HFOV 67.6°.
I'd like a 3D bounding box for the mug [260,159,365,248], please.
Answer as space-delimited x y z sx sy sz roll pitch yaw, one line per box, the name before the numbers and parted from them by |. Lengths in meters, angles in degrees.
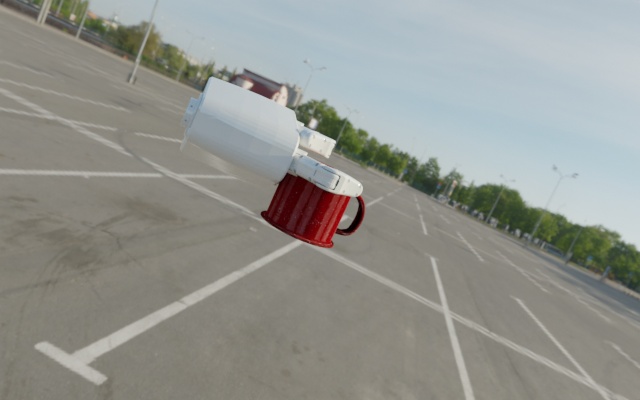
mug | 0.001 0.002 0.553 0.117 0.081 0.093 22 8 -20
